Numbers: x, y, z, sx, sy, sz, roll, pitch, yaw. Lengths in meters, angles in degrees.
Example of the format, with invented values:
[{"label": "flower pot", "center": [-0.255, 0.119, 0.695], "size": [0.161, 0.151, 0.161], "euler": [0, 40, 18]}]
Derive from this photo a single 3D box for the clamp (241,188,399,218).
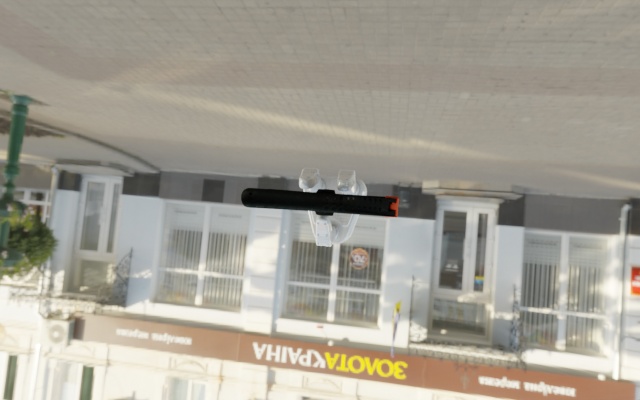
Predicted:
[{"label": "clamp", "center": [0.001, 0.003, 0.654], "size": [0.210, 0.036, 0.164], "euler": [4, 2, 10]}]
